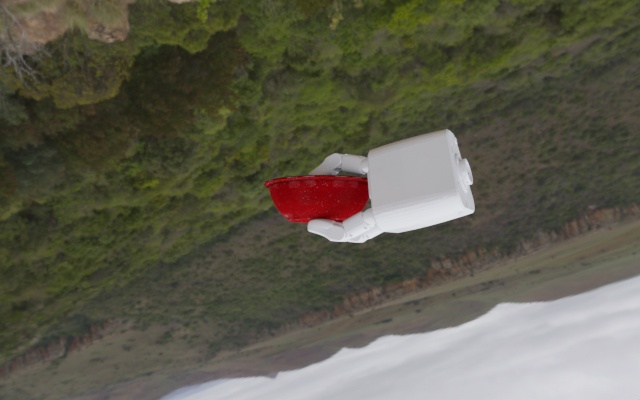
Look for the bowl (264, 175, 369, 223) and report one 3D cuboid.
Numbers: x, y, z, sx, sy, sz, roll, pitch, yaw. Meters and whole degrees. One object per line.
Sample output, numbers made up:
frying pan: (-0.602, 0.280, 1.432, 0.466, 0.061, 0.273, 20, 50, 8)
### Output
bowl: (-0.001, 0.003, 0.681, 0.162, 0.055, 0.162, 0, -6, 0)
